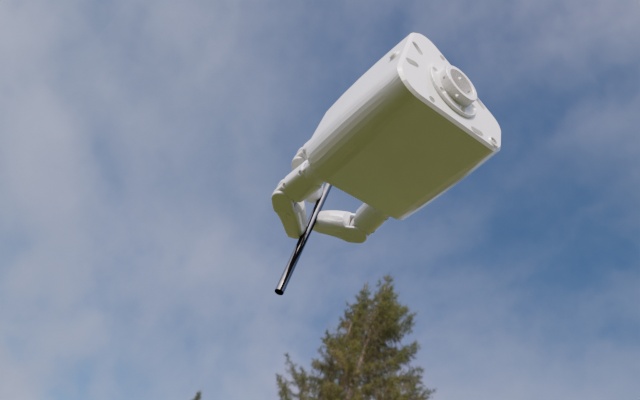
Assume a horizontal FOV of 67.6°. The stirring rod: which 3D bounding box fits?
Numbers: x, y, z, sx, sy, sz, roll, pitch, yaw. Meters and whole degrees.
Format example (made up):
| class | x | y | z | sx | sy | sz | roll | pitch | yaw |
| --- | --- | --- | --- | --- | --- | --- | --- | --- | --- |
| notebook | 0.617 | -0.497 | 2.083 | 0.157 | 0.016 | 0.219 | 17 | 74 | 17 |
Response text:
| class | x | y | z | sx | sy | sz | roll | pitch | yaw |
| --- | --- | --- | --- | --- | --- | --- | --- | --- | --- |
| stirring rod | 0.000 | 0.002 | 0.482 | 0.011 | 0.011 | 0.239 | 0 | 38 | 21 |
